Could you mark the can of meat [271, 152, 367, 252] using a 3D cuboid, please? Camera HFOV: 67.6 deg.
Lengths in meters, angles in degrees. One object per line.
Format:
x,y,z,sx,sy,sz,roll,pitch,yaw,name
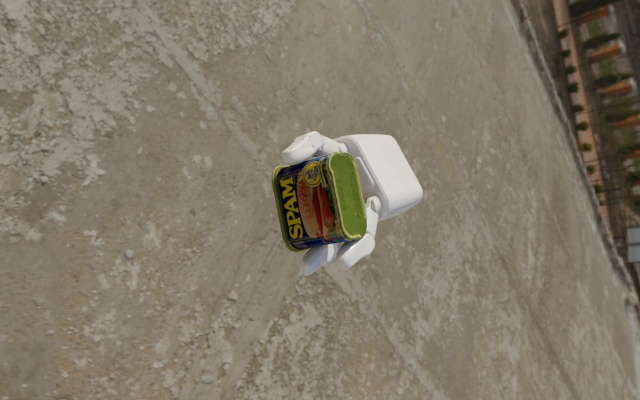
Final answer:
0.000,0.002,0.535,0.084,0.102,0.057,-13,-3,38,can of meat
